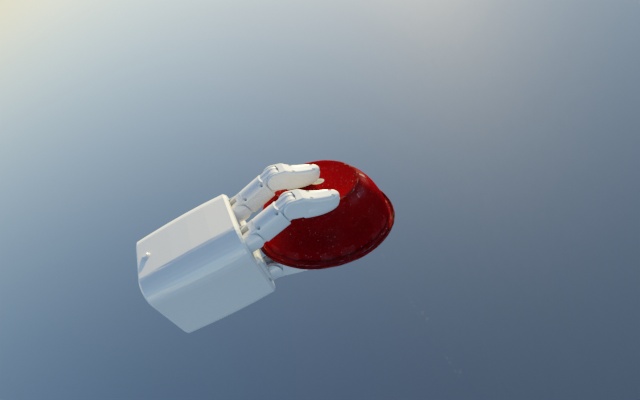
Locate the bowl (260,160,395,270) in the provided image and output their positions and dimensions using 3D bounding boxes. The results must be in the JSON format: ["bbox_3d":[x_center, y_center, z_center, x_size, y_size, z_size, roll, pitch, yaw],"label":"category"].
[{"bbox_3d":[0.001,0.001,0.534,0.162,0.055,0.162,-8,35,5],"label":"bowl"}]
